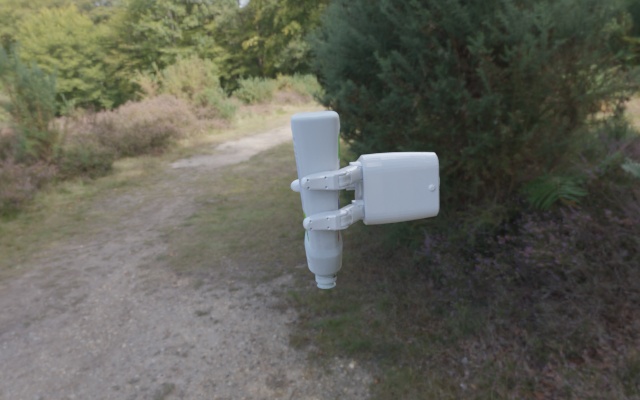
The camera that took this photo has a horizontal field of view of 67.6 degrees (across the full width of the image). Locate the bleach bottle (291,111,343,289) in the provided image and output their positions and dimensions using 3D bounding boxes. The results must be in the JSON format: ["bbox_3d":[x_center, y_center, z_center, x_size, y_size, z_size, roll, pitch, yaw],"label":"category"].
[{"bbox_3d":[0.000,0.002,0.687,0.068,0.251,0.102,-4,15,0],"label":"bleach bottle"}]
